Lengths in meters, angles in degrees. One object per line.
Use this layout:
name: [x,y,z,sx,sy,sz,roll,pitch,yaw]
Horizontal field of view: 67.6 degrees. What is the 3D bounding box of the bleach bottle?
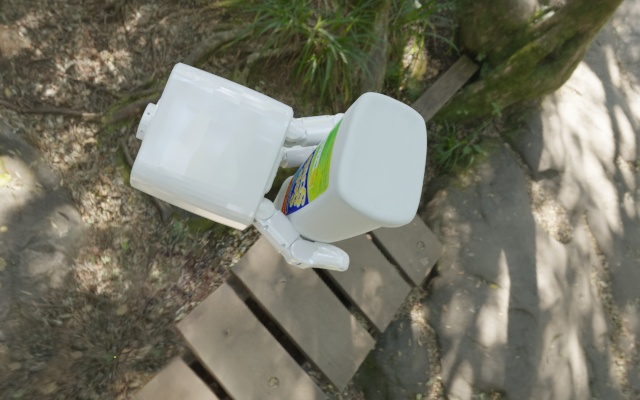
bleach bottle: [0.000,0.001,0.447,0.068,0.102,0.251,21,-24,-16]
